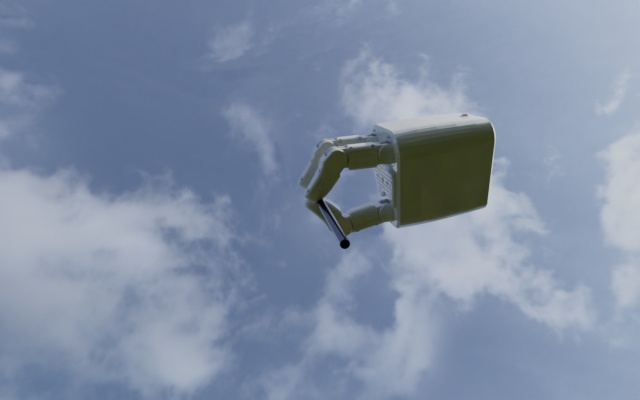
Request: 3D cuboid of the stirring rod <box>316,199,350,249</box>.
[{"bbox_3d":[0.000,0.002,0.478,0.011,0.011,0.239,0,15,-9],"label":"stirring rod"}]
